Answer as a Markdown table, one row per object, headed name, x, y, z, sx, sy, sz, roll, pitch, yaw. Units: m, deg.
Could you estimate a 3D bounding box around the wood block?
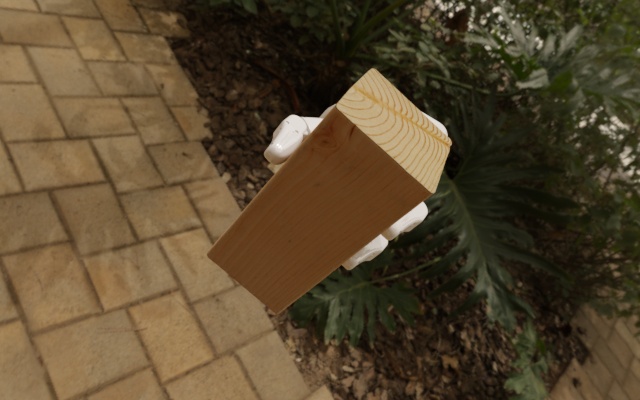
| name | x | y | z | sx | sy | sz | roll | pitch | yaw |
| --- | --- | --- | --- | --- | --- | --- | --- | --- | --- |
| wood block | 0.000 | 0.001 | 0.411 | 0.206 | 0.091 | 0.090 | -44 | 6 | 38 |
